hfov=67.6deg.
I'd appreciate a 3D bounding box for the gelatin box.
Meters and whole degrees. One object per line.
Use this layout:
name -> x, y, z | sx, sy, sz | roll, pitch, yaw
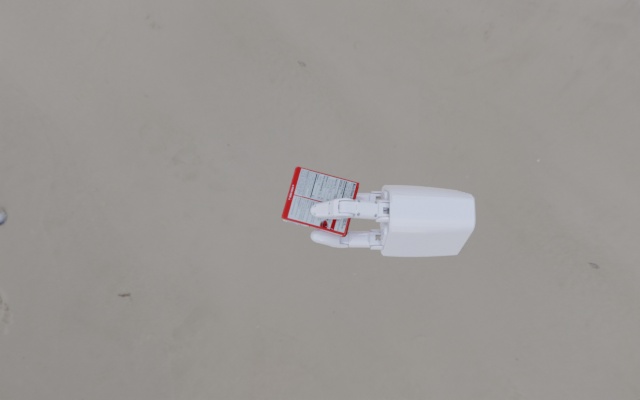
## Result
gelatin box -> 0.000, 0.002, 0.633 | 0.089, 0.073, 0.030 | 15, -9, 0
